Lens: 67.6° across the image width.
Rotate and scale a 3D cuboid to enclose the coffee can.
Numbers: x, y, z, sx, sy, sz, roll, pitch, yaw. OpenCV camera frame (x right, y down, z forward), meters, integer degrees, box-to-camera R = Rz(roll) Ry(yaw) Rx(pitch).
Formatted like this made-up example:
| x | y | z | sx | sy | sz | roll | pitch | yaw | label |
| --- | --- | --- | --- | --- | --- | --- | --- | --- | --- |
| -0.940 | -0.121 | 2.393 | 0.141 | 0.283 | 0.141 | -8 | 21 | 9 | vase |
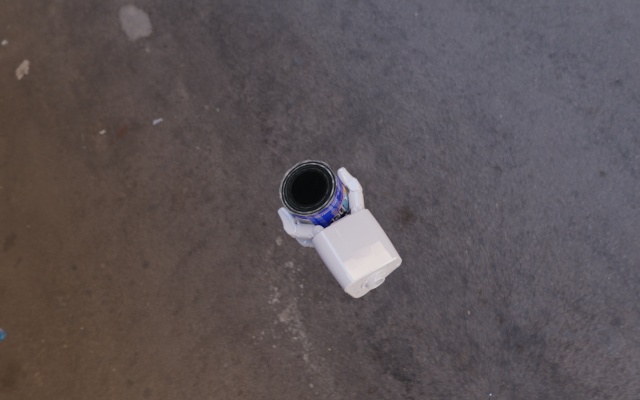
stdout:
| x | y | z | sx | sy | sz | roll | pitch | yaw | label |
| --- | --- | --- | --- | --- | --- | --- | --- | --- | --- |
| 0.000 | 0.003 | 0.854 | 0.103 | 0.102 | 0.140 | 0 | -21 | 20 | coffee can |
